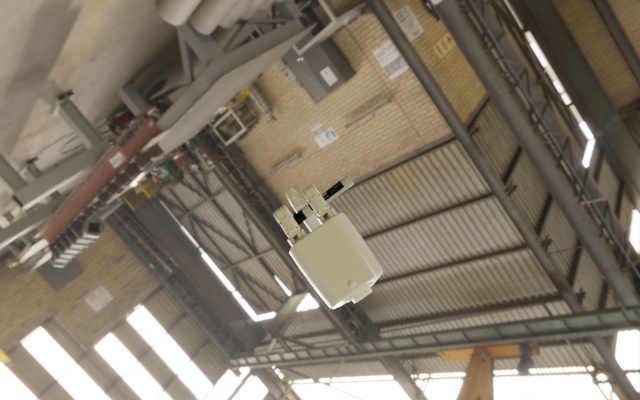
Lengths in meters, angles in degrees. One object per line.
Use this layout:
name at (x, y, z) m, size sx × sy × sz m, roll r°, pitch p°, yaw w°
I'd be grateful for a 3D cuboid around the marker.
marker at (0.000, 0.002, 0.765) m, size 0.121 × 0.020 × 0.020 m, roll -37°, pitch -2°, yaw 2°
